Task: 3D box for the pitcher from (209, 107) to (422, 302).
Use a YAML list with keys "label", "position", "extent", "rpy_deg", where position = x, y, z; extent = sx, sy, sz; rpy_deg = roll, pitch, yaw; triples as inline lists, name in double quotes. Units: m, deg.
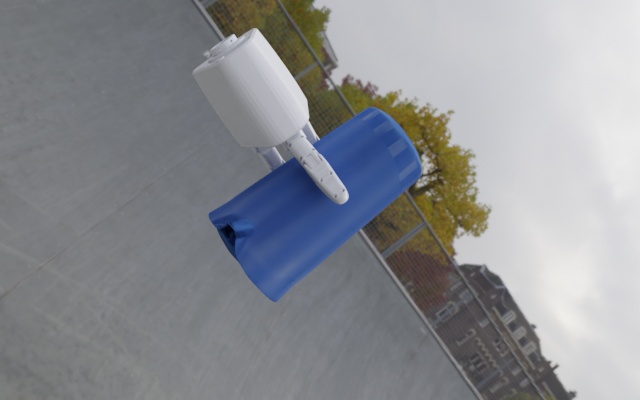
- label: "pitcher"
  position: [0.000, 0.002, 0.587]
  extent: [0.243, 0.145, 0.149]
  rpy_deg: [-37, 22, -3]
